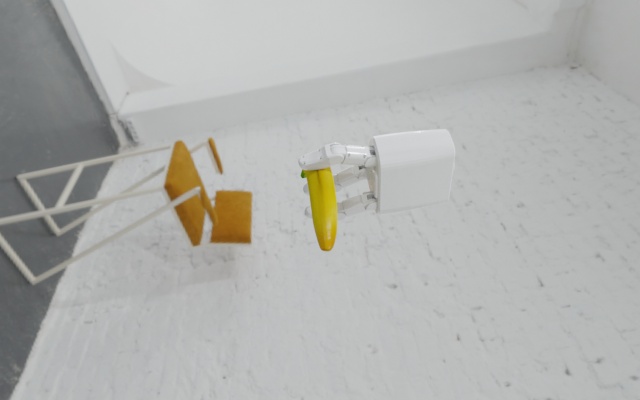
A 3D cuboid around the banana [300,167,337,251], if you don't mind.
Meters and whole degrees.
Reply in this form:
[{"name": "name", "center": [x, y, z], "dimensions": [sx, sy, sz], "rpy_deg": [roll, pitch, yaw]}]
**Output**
[{"name": "banana", "center": [-0.001, -0.015, 0.651], "dimensions": [0.037, 0.070, 0.197], "rpy_deg": [-5, 33, -6]}]
